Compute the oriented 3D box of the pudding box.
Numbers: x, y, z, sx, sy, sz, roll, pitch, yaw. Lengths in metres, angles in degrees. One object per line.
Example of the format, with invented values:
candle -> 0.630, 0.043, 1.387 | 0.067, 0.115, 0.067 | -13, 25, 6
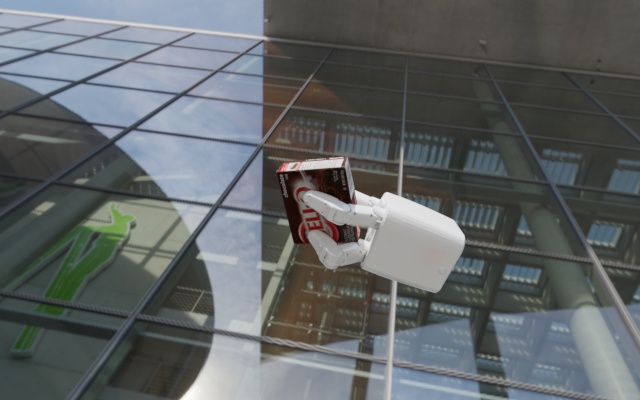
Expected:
pudding box -> 0.000, 0.002, 0.620 | 0.090, 0.113, 0.039 | -4, 27, 15
